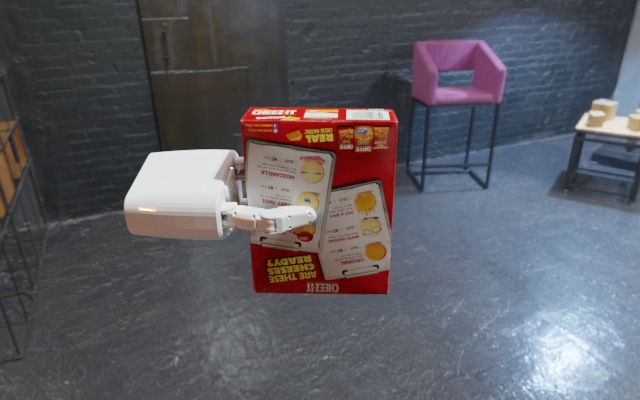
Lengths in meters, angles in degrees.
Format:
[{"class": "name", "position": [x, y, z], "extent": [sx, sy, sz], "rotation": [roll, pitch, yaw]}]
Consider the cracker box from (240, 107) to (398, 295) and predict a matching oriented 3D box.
[{"class": "cracker box", "position": [0.000, 0.002, 0.555], "extent": [0.164, 0.214, 0.072], "rotation": [0, 25, 3]}]
